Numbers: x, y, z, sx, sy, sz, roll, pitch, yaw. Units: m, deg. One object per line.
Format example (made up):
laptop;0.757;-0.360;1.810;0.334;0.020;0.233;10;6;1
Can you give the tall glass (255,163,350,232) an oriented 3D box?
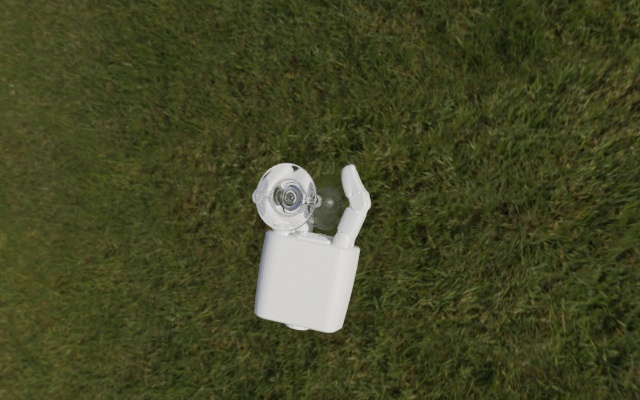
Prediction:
tall glass;0.000;0.002;0.607;0.079;0.079;0.201;0;-3;23
